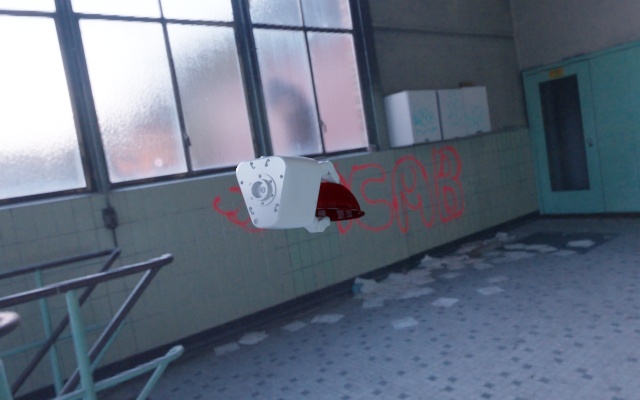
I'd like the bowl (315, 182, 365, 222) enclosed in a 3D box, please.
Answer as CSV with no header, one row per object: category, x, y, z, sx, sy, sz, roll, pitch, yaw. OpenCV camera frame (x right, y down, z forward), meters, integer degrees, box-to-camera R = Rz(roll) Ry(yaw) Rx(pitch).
bowl,0.000,0.003,0.876,0.162,0.055,0.162,-1,-11,0
